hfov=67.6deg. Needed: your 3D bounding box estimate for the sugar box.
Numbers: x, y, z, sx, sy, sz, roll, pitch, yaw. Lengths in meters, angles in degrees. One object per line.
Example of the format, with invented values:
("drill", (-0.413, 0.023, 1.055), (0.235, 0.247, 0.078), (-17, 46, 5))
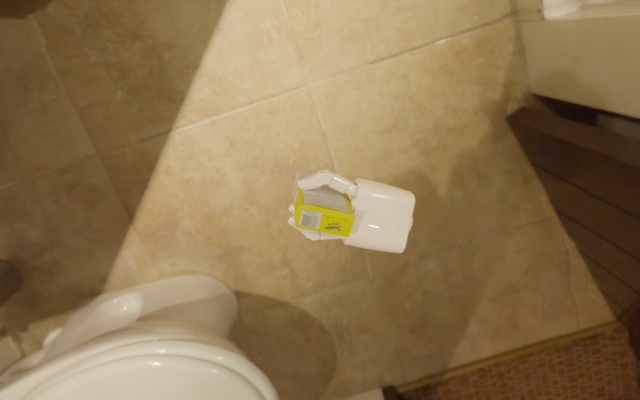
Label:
("sugar box", (0.000, 0.003, 0.842), (0.093, 0.048, 0.176), (13, 17, -9))
